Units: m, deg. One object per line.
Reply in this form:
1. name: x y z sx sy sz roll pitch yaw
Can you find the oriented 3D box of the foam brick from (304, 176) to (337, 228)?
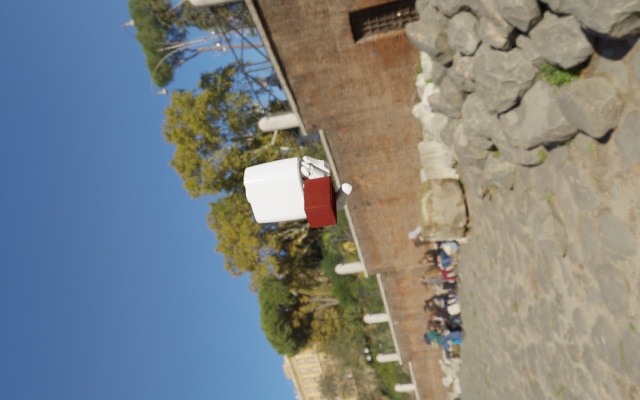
1. foam brick: 0.000 0.003 0.864 0.051 0.078 0.053 -9 -44 8
